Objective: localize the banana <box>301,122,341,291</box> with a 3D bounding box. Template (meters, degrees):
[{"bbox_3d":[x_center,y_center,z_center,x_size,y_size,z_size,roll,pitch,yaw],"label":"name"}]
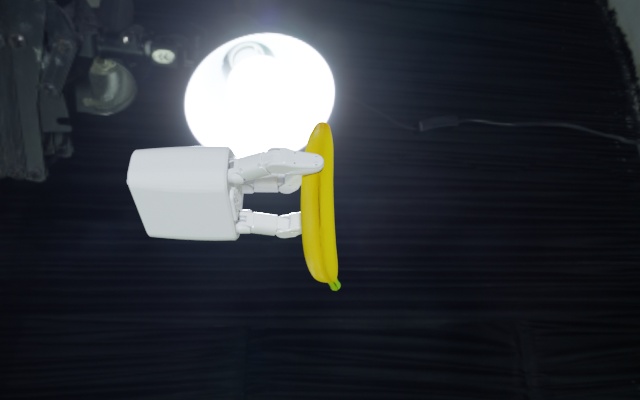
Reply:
[{"bbox_3d":[-0.002,0.004,0.531,0.037,0.198,0.069,-3,-3,6],"label":"banana"}]
